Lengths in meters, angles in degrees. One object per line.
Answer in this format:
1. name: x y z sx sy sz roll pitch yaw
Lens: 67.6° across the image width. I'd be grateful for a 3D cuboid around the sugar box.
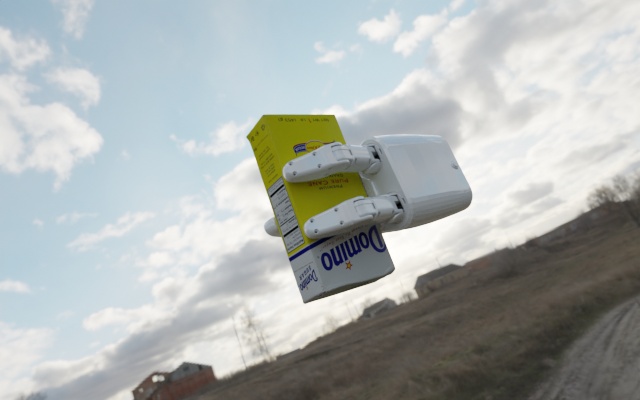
1. sugar box: 0.000 0.001 0.463 0.093 0.176 0.048 -9 -21 -38
